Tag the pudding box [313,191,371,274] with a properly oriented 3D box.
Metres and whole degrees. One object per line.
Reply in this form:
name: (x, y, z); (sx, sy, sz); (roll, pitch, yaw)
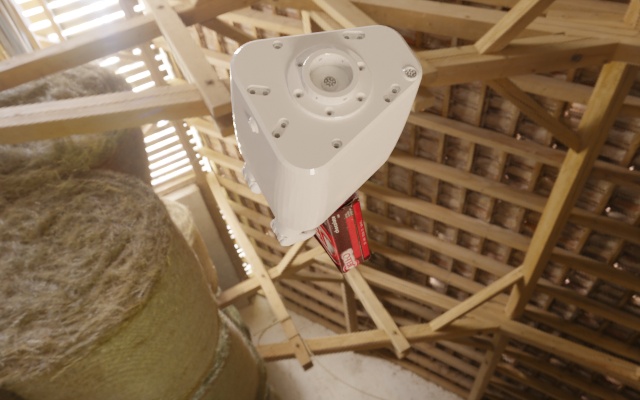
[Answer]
pudding box: (0.000, 0.001, 0.453); (0.039, 0.090, 0.113); (-27, 47, -11)
